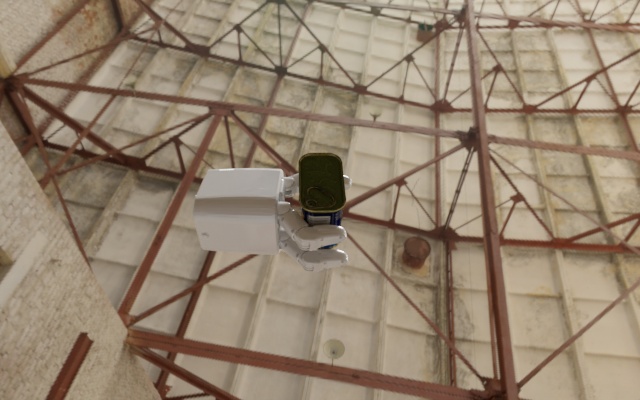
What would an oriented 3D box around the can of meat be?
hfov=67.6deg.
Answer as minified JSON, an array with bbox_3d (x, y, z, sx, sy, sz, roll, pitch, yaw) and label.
[{"bbox_3d":[0.000,0.002,0.628,0.057,0.102,0.084,-1,-42,-3],"label":"can of meat"}]
